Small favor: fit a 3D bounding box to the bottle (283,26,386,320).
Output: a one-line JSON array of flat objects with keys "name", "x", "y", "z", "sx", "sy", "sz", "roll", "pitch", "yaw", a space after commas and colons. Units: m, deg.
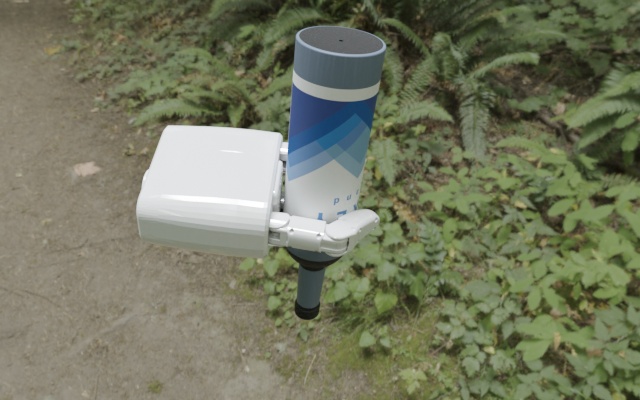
[{"name": "bottle", "x": 0.000, "y": 0.001, "z": 0.433, "sx": 0.069, "sy": 0.296, "sz": 0.069, "roll": 5, "pitch": 36, "yaw": -3}]
